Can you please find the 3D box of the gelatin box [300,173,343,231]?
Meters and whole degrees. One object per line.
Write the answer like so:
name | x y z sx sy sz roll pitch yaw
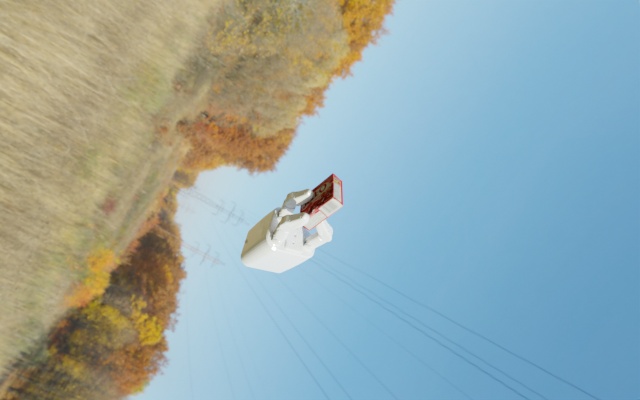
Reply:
gelatin box | 0.001 0.003 0.868 0.089 0.073 0.030 -37 -61 27
